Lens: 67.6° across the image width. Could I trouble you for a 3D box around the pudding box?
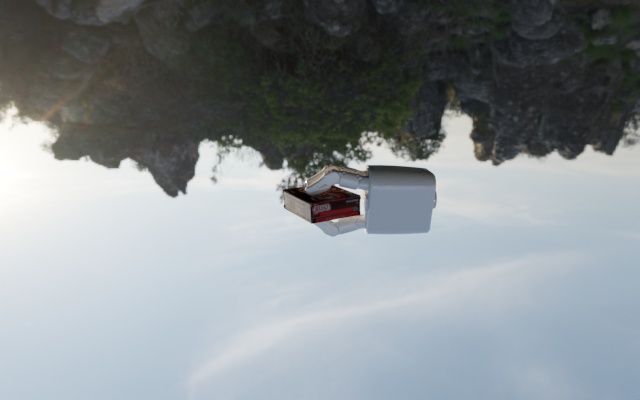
[{"bbox_3d":[0.000,0.003,0.784,0.090,0.039,0.113,-8,14,-27],"label":"pudding box"}]
